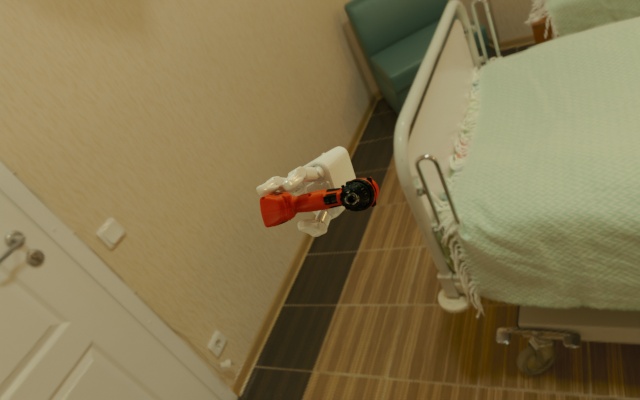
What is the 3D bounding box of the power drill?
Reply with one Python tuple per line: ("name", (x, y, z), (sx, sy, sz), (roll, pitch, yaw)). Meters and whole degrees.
("power drill", (0.000, 0.003, 0.788), (0.187, 0.057, 0.184), (-9, 1, 14))
